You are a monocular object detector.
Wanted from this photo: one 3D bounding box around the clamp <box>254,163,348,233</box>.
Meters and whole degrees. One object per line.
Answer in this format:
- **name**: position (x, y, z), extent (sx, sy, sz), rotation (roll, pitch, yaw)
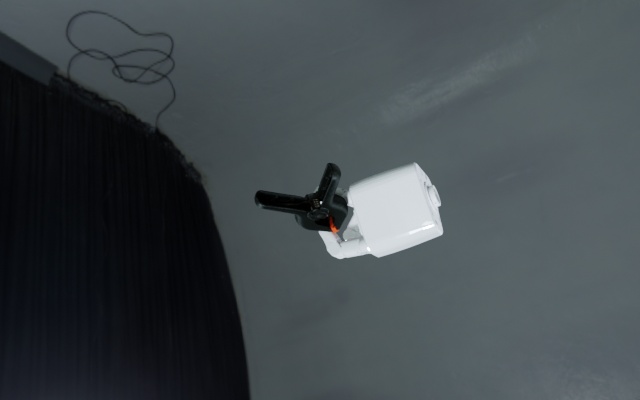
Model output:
- **clamp**: position (0.000, 0.003, 0.676), extent (0.120, 0.039, 0.171), rotation (-19, -25, 23)
